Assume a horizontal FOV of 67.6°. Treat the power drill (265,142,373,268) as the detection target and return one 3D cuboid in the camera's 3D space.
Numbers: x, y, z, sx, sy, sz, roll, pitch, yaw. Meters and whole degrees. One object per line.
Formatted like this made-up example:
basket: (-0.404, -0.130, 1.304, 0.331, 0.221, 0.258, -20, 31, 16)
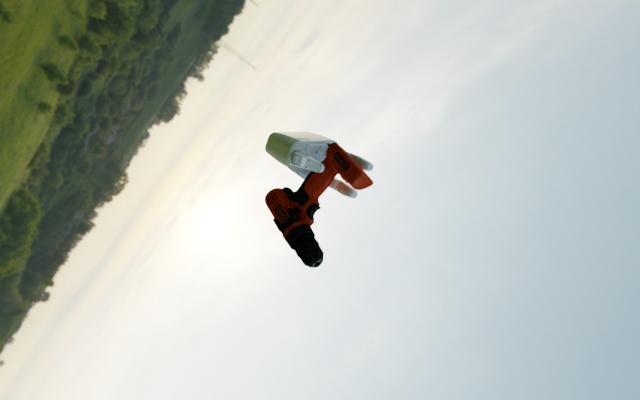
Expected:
power drill: (0.000, 0.002, 0.849, 0.187, 0.184, 0.057, -42, -34, 9)
